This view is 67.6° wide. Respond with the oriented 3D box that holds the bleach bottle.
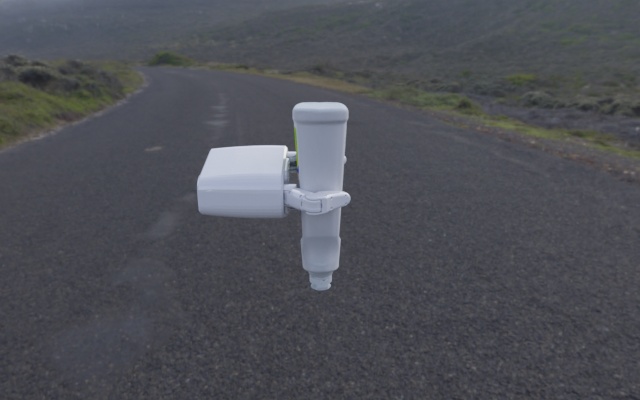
[{"bbox_3d":[0.000,0.002,0.626,0.068,0.251,0.102,0,16,0],"label":"bleach bottle"}]
